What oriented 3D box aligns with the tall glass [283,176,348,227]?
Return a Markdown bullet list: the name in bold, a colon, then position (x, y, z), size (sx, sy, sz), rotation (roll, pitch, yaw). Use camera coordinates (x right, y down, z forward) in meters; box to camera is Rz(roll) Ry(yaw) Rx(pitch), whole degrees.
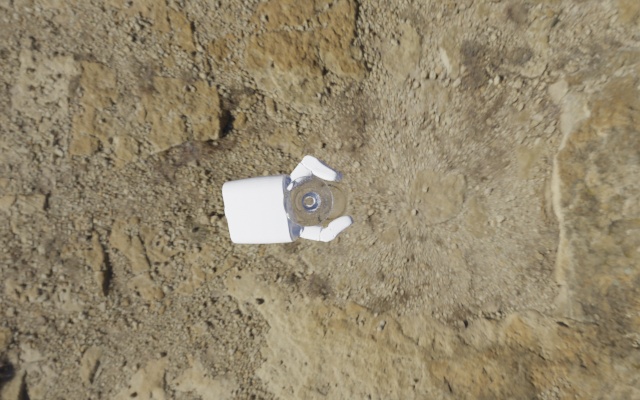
- **tall glass**: position (0.000, 0.003, 0.785), size (0.079, 0.079, 0.201), rotation (0, -1, 11)
